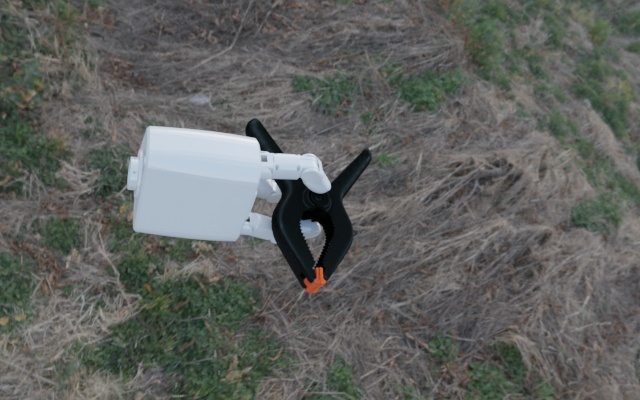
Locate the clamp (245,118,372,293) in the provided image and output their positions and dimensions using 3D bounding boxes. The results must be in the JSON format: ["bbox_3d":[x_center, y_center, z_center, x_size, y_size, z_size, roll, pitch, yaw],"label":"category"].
[{"bbox_3d":[0.000,0.002,0.547,0.164,0.209,0.036,5,-32,-24],"label":"clamp"}]
